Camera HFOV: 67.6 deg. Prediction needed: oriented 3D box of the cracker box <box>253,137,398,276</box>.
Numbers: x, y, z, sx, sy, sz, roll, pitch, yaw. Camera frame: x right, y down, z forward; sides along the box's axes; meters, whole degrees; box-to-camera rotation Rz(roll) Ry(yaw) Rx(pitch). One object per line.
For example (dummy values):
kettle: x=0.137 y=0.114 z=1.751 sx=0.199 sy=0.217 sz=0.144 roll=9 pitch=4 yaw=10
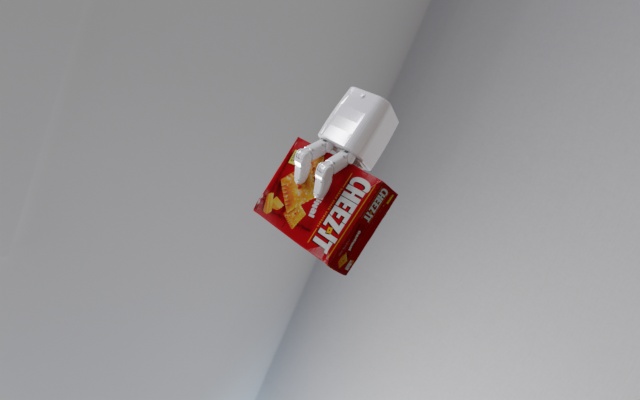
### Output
cracker box: x=0.000 y=0.003 z=0.835 sx=0.213 sy=0.164 sz=0.072 roll=32 pitch=-1 yaw=40
